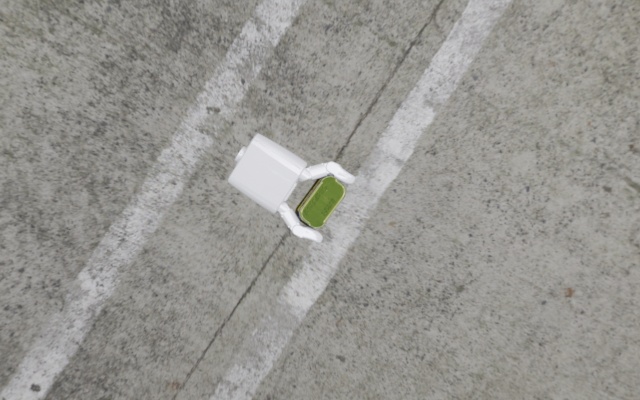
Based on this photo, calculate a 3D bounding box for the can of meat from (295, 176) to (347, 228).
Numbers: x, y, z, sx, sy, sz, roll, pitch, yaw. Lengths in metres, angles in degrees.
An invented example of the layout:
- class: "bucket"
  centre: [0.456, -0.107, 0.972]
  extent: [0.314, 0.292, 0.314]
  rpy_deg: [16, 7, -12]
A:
- class: "can of meat"
  centre: [0.000, 0.003, 0.884]
  extent: [0.057, 0.102, 0.084]
  rpy_deg: [37, -4, -5]
